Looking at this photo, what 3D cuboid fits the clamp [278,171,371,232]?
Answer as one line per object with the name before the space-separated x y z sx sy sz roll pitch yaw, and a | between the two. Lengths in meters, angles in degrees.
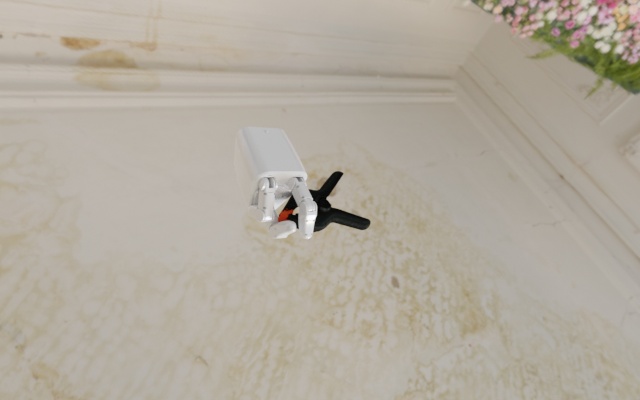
clamp | 0.000 0.003 0.825 0.171 0.120 0.039 -2 -36 -36
